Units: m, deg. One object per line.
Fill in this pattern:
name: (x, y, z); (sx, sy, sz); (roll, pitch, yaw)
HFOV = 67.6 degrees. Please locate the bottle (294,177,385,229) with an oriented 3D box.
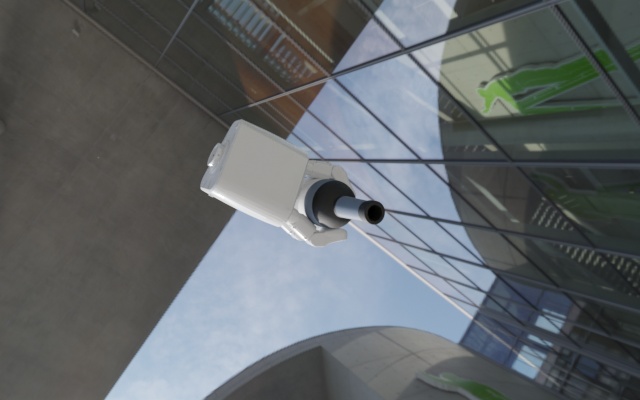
bottle: (0.000, 0.002, 0.673); (0.069, 0.069, 0.295); (0, 5, -25)
